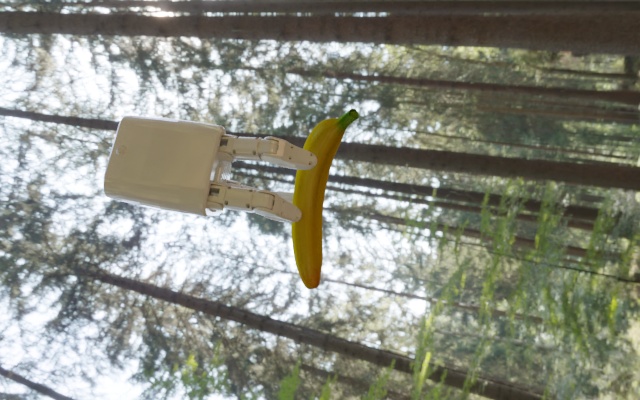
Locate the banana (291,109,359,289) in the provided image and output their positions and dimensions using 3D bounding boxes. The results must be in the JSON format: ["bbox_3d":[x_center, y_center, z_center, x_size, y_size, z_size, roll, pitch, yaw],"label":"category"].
[{"bbox_3d":[-0.006,-0.005,0.527,0.037,0.198,0.069,8,7,-24],"label":"banana"}]
